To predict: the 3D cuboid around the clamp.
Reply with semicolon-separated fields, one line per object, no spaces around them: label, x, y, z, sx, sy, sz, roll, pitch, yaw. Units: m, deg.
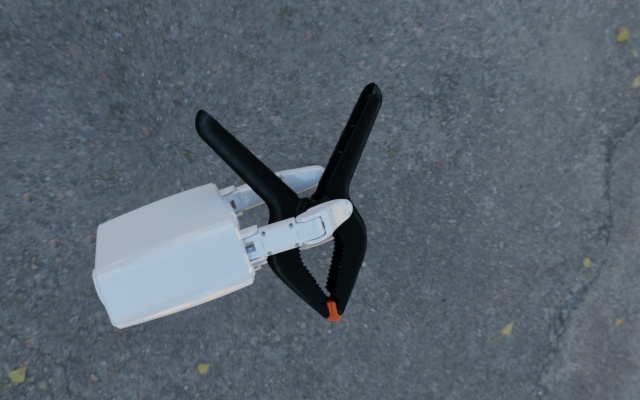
clamp;0.000;0.002;0.423;0.164;0.210;0.036;-20;12;-14
